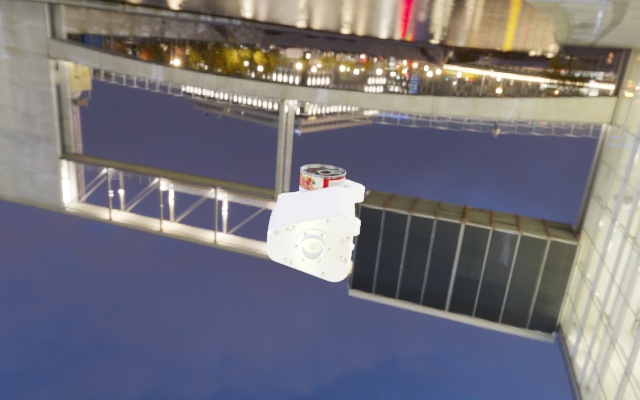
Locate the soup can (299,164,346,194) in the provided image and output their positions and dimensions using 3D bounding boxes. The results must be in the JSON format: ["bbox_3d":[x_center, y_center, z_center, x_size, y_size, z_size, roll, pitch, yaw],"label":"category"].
[{"bbox_3d":[0.000,0.002,0.723,0.068,0.102,0.068,4,18,-1],"label":"soup can"}]
